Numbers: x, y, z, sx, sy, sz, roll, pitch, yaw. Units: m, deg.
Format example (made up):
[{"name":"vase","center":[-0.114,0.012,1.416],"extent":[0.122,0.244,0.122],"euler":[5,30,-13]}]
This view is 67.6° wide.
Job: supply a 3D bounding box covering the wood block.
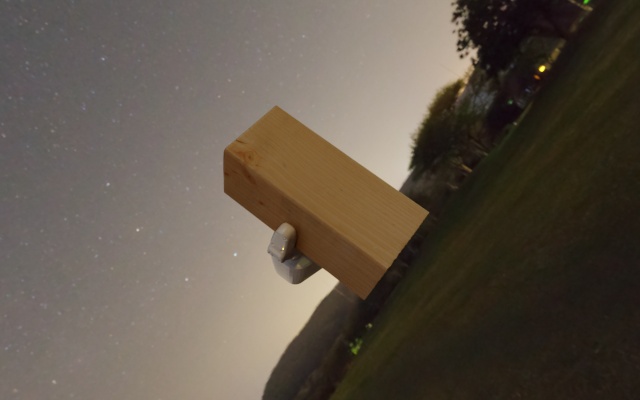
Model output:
[{"name":"wood block","center":[0.000,0.002,0.530],"extent":[0.206,0.090,0.090],"euler":[36,-31,11]}]
